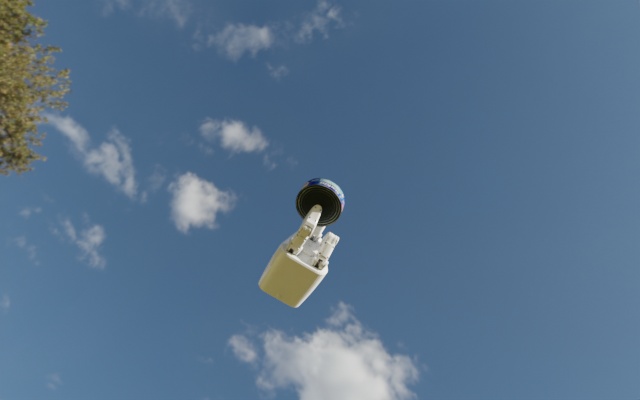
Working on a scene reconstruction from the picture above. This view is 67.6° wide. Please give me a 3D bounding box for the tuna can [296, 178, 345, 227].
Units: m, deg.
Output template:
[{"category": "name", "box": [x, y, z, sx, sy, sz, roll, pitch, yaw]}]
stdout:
[{"category": "tuna can", "box": [0.000, 0.003, 0.868, 0.086, 0.086, 0.033, 0, 28, 15]}]
